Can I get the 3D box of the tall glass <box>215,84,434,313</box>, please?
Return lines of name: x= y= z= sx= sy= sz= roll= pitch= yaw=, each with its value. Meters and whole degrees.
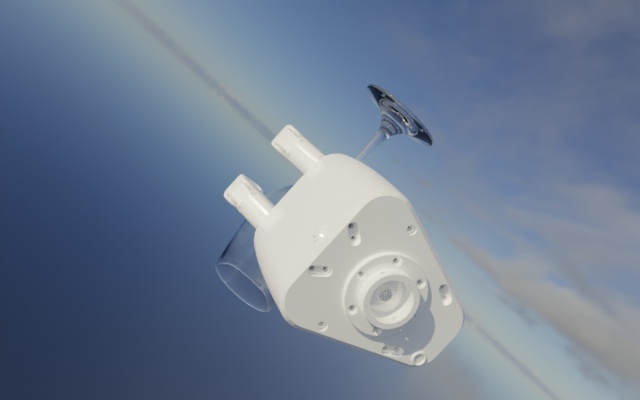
tall glass: x=0.001 y=0.001 z=0.406 sx=0.079 sy=0.201 sz=0.079 roll=43 pitch=2 yaw=-2
